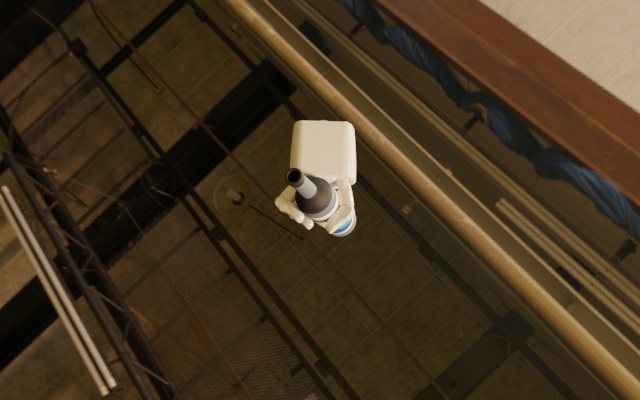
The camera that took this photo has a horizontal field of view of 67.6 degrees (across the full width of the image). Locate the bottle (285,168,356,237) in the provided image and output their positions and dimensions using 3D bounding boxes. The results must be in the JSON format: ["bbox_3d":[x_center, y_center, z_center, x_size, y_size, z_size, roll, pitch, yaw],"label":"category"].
[{"bbox_3d":[0.000,0.003,0.837,0.069,0.069,0.296,0,-15,16],"label":"bottle"}]
